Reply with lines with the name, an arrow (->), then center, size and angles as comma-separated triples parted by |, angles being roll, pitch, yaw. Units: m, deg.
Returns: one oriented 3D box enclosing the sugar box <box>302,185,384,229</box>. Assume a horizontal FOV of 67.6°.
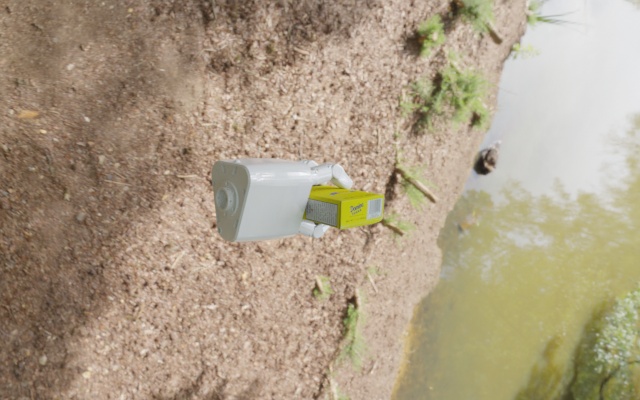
sugar box -> 0.000, 0.002, 0.725 | 0.093, 0.048, 0.176 | -8, 16, -43
